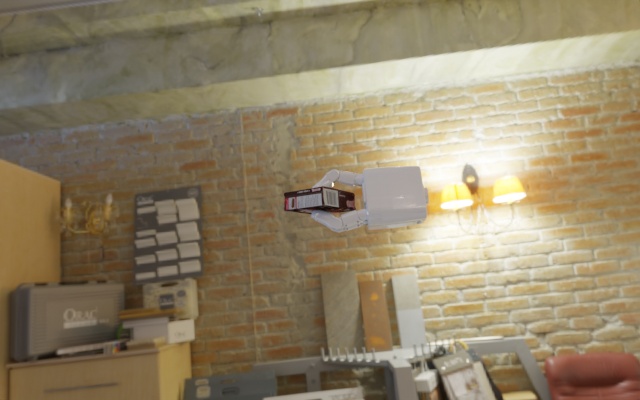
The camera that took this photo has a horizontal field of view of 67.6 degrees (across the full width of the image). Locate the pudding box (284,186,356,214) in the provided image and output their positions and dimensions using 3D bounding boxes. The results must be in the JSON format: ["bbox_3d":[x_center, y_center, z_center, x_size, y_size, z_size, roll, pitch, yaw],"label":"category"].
[{"bbox_3d":[0.000,0.003,0.888,0.090,0.039,0.113,-9,-13,33],"label":"pudding box"}]
